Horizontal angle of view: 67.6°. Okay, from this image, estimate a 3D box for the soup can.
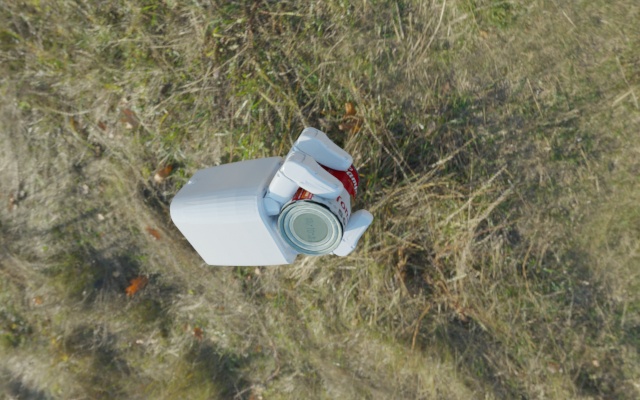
[{"bbox_3d":[0.001,0.002,0.503,0.068,0.068,0.102,0,32,15],"label":"soup can"}]
